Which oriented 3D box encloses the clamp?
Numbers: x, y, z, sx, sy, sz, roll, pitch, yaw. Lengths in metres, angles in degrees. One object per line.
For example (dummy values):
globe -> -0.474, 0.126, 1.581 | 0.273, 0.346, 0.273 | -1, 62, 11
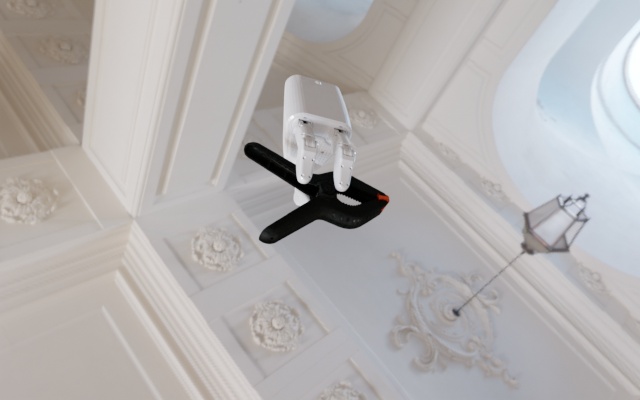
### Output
clamp -> 0.000, 0.003, 0.638 | 0.210, 0.164, 0.036 | 12, -45, -21
